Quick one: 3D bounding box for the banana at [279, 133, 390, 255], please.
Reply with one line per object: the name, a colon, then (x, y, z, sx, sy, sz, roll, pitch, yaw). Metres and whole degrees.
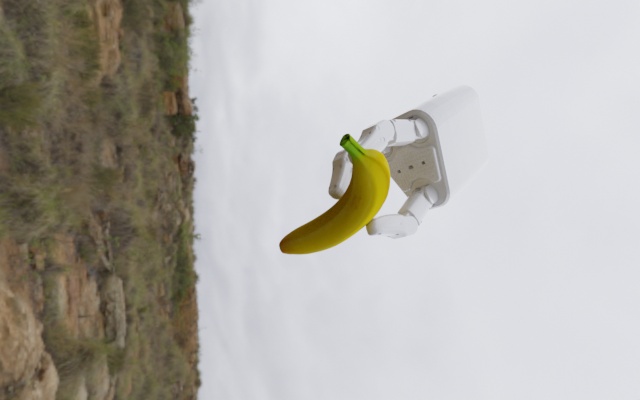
banana: (0.018, 0.007, 0.471, 0.069, 0.037, 0.198, 24, -41, -7)
